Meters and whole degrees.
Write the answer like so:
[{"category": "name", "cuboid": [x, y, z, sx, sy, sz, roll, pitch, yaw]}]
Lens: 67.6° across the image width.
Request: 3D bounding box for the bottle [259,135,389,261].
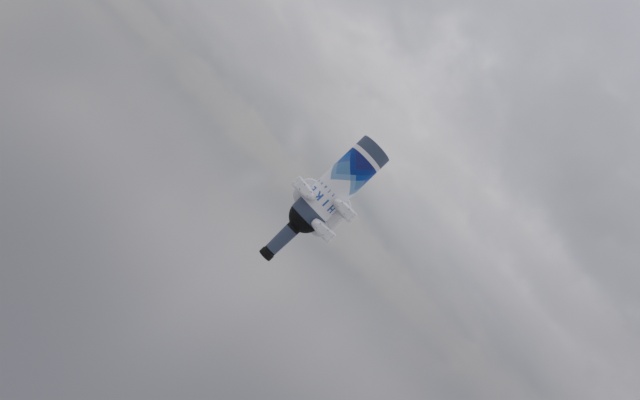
[{"category": "bottle", "cuboid": [0.000, 0.003, 0.897, 0.295, 0.069, 0.069, -44, 0, 0]}]
